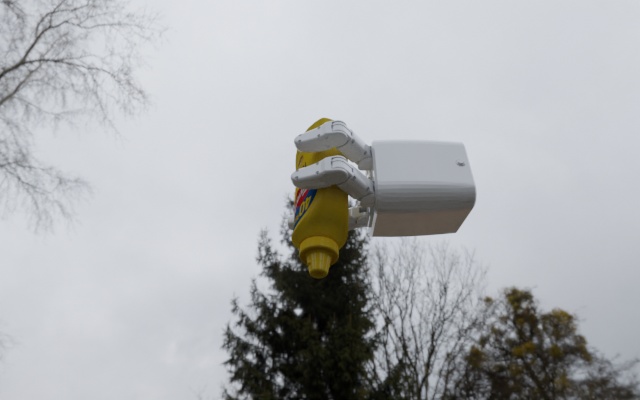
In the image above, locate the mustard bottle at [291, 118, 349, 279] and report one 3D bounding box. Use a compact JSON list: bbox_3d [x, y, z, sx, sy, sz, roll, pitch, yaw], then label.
[{"bbox_3d":[0.000,0.002,0.540,0.058,0.191,0.096,16,-43,-17],"label":"mustard bottle"}]
